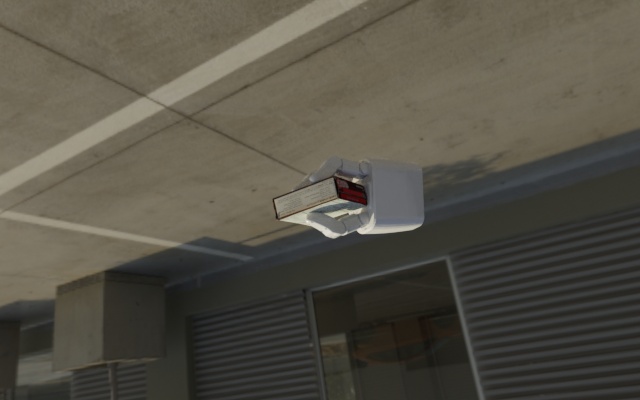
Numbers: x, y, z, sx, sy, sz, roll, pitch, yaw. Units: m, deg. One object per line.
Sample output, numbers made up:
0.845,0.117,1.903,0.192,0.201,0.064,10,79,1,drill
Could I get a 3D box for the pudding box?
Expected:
0.000,0.002,0.710,0.113,0.039,0.090,-22,-19,28,pudding box
